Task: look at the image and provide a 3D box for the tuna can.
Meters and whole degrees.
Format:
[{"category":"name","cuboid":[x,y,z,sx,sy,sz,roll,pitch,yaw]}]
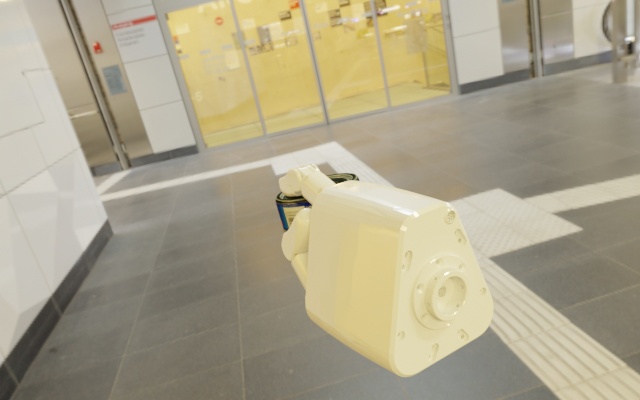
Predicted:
[{"category":"tuna can","cuboid":[0.000,0.001,0.466,0.086,0.034,0.086,-15,14,4]}]
